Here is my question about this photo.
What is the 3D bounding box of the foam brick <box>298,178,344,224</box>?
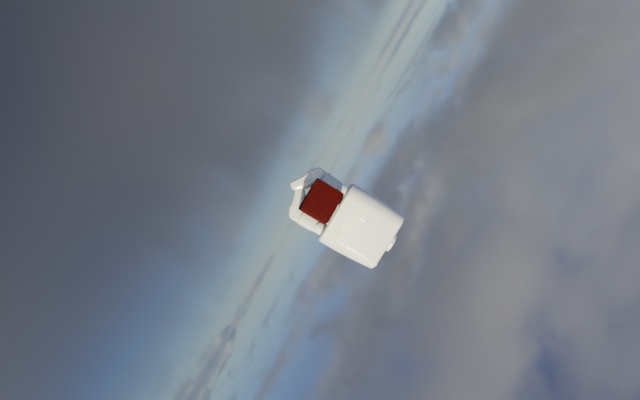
[{"bbox_3d":[0.000,0.003,0.767,0.051,0.053,0.078,31,-6,-1],"label":"foam brick"}]
